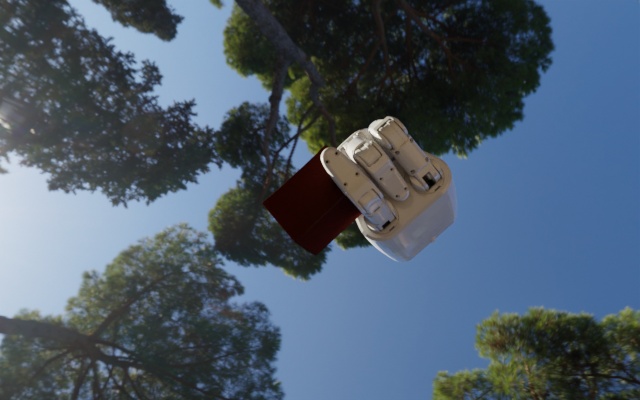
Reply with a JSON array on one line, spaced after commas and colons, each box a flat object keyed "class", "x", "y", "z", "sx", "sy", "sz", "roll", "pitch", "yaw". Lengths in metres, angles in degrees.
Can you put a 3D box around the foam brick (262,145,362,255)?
[{"class": "foam brick", "x": 0.000, "y": 0.001, "z": 0.427, "sx": 0.078, "sy": 0.053, "sz": 0.051, "roll": -42, "pitch": -28, "yaw": 2}]
